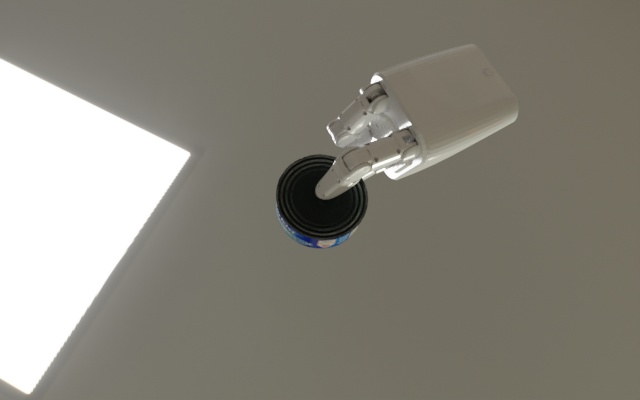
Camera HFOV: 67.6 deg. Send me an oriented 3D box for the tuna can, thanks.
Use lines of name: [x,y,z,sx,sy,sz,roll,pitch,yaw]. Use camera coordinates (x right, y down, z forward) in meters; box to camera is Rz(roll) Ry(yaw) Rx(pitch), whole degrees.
tuna can: [0.000,0.002,0.455,0.086,0.086,0.034,0,-23,-7]
